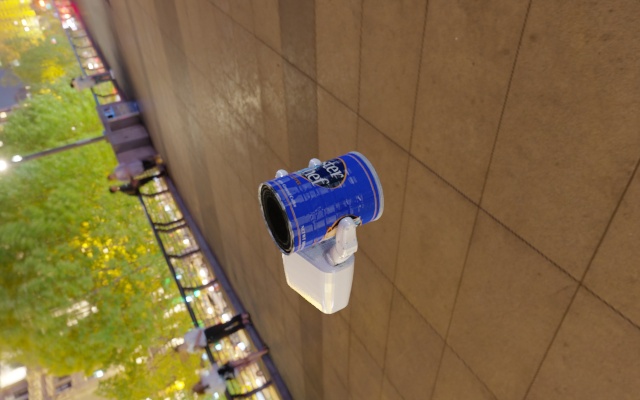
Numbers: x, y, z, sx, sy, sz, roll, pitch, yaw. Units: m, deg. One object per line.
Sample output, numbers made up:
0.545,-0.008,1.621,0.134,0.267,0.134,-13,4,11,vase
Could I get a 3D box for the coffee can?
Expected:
0.000,0.002,0.650,0.140,0.103,0.103,-21,8,-22,coffee can
